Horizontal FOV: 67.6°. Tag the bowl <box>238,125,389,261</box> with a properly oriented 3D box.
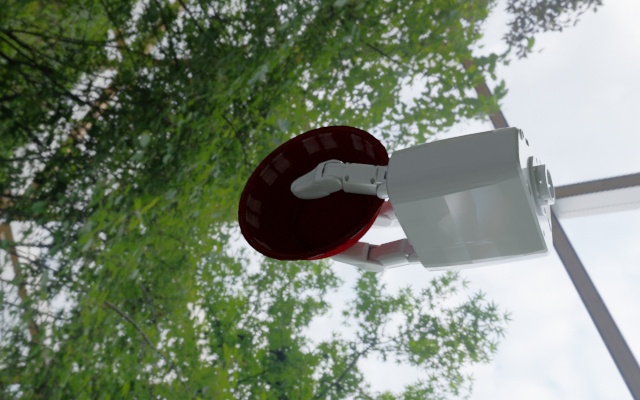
[{"bbox_3d":[-0.001,0.002,0.481,0.162,0.162,0.055,0,-35,28],"label":"bowl"}]
